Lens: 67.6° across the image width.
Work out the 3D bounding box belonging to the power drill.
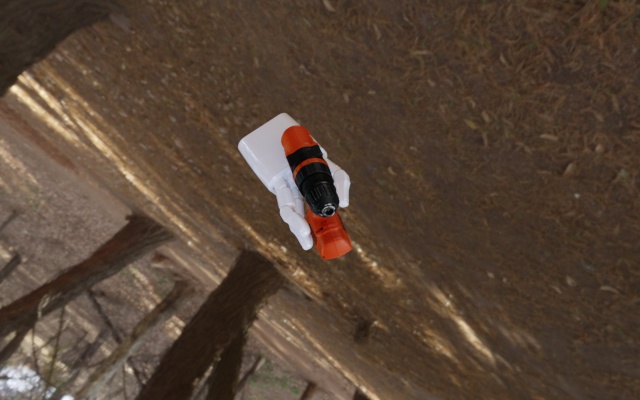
[{"bbox_3d":[0.000,0.002,0.714,0.057,0.188,0.184,-18,44,-3],"label":"power drill"}]
